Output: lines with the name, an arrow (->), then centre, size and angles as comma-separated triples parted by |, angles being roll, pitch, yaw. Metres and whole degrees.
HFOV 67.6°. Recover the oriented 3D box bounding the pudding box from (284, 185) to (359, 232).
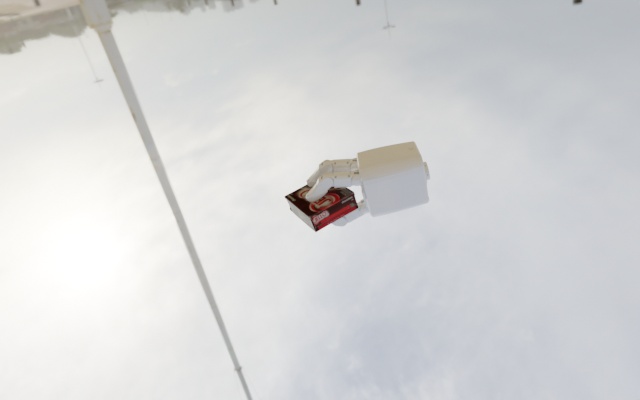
pudding box -> 0.000, 0.003, 0.844 | 0.090, 0.039, 0.113 | -28, 27, -17
